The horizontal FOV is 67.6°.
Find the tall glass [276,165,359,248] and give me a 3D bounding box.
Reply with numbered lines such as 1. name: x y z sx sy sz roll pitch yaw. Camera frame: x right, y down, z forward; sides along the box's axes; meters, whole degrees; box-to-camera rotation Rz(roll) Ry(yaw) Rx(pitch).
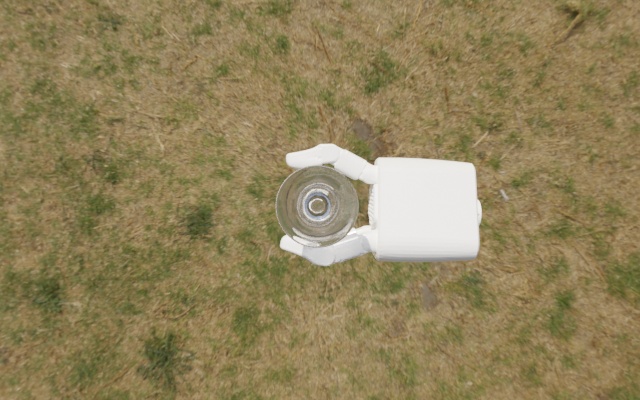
1. tall glass: 0.000 0.002 0.524 0.079 0.079 0.201 0 2 1
